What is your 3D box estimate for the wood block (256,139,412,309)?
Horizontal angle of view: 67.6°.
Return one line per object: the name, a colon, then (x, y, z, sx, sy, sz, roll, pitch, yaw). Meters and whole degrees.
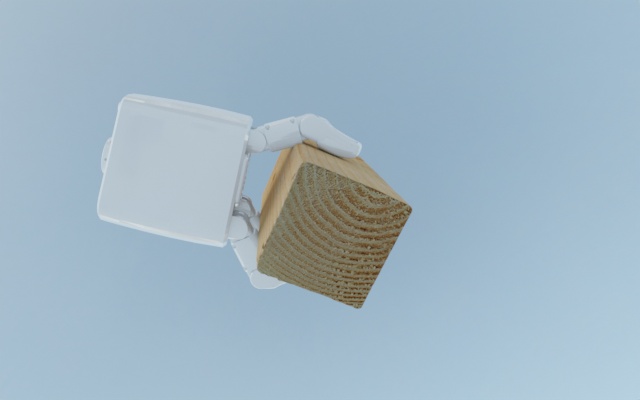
wood block: (0.000, 0.001, 0.442, 0.090, 0.091, 0.206, 23, 12, -11)
